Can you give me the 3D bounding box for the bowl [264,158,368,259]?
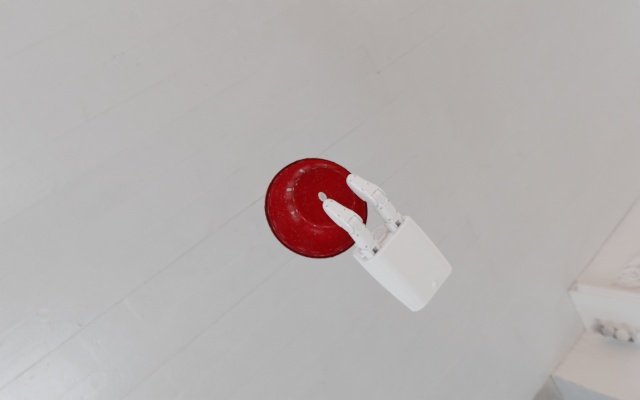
[{"bbox_3d":[-0.001,0.002,0.706,0.162,0.162,0.055,0,-17,-12],"label":"bowl"}]
